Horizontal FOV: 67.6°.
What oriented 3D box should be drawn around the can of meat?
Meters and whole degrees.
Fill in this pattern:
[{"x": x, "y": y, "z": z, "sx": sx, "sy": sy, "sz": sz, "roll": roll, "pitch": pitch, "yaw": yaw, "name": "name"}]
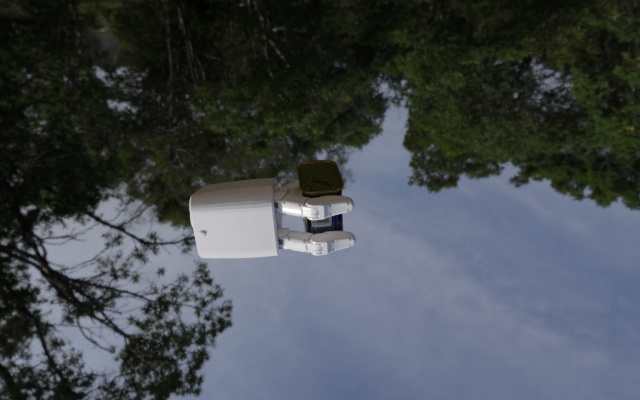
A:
[{"x": 0.000, "y": 0.002, "z": 0.661, "sx": 0.057, "sy": 0.084, "sz": 0.102, "roll": -5, "pitch": 28, "yaw": -5, "name": "can of meat"}]
